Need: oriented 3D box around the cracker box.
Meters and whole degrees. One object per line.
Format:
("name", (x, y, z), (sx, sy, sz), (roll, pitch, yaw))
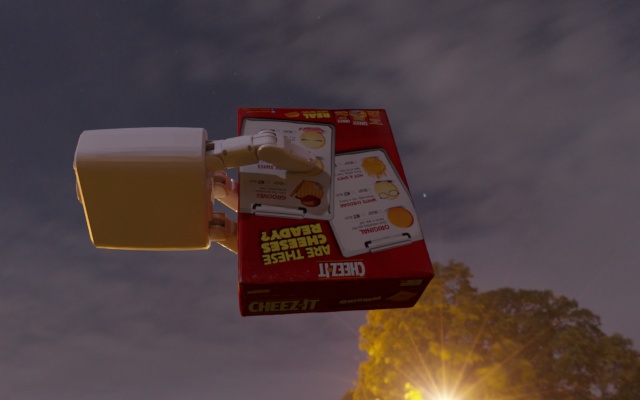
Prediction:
("cracker box", (0.000, 0.001, 0.472), (0.164, 0.213, 0.072), (-1, -39, -9))
